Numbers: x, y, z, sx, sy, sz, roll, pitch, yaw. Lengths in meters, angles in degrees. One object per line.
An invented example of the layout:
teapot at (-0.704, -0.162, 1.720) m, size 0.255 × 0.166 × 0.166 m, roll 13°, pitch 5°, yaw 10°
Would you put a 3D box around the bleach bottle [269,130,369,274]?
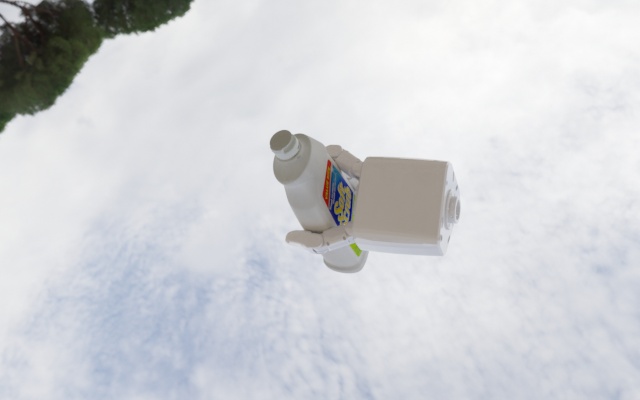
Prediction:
bleach bottle at (0.000, 0.002, 0.624) m, size 0.068 × 0.102 × 0.251 m, roll 5°, pitch -27°, yaw 28°
